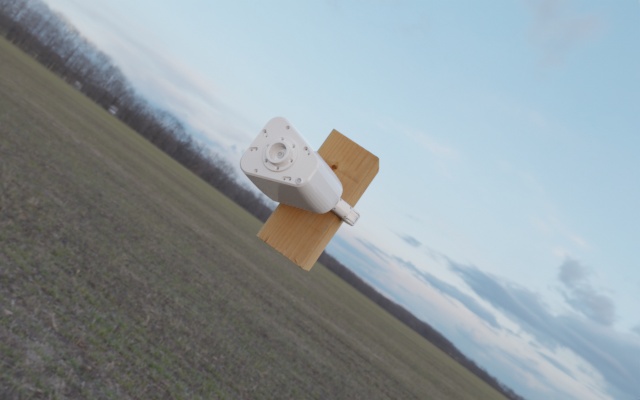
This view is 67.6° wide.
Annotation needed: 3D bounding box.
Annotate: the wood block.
[{"bbox_3d":[0.000,0.003,0.770,0.091,0.206,0.090,35,-6,11],"label":"wood block"}]
